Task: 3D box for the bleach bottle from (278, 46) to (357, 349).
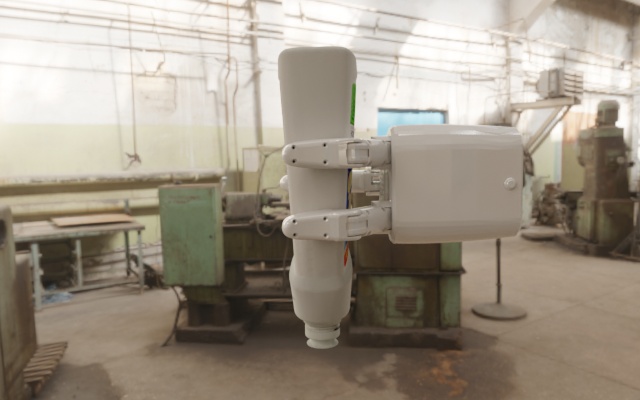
[{"bbox_3d":[0.000,0.001,0.423,0.068,0.251,0.102,-1,5,4],"label":"bleach bottle"}]
